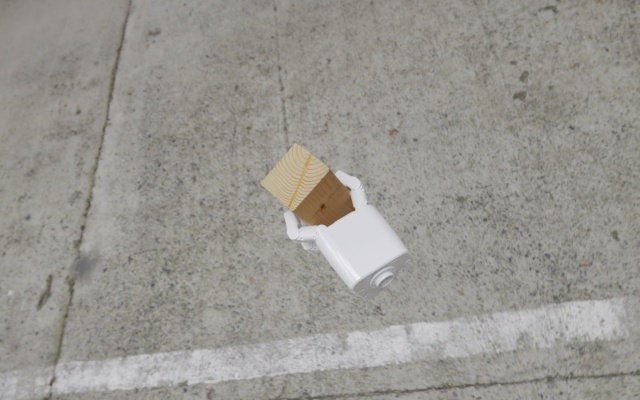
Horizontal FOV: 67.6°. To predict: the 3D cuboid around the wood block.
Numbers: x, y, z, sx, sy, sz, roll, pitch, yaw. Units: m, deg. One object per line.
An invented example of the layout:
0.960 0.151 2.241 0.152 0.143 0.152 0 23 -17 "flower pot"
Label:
0.001 0.003 0.834 0.090 0.091 0.206 40 -3 34 "wood block"
